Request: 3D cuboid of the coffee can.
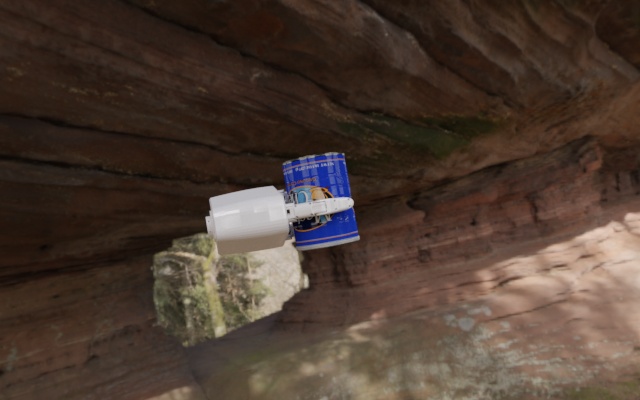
[{"bbox_3d":[0.000,0.003,0.763,0.103,0.140,0.103,-10,-2,0],"label":"coffee can"}]
